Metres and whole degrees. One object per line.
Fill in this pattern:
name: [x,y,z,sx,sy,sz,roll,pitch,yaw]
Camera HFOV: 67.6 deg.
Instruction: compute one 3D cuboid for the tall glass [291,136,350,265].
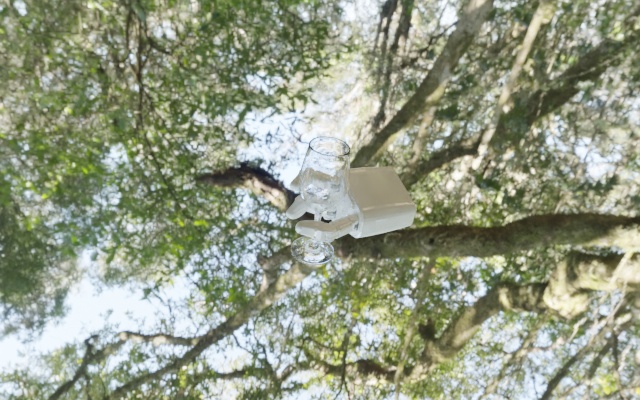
tall glass: [0.000,0.003,0.750,0.079,0.201,0.079,6,34,-4]
